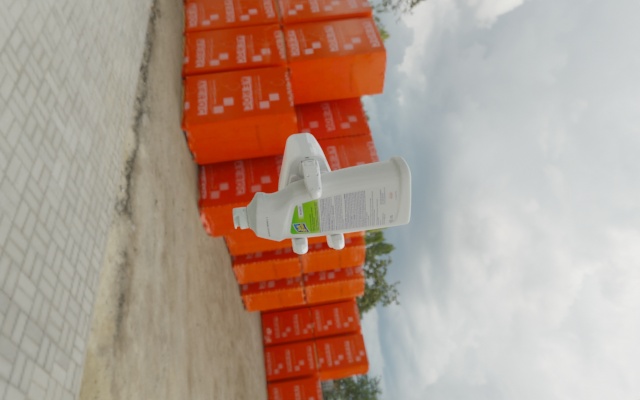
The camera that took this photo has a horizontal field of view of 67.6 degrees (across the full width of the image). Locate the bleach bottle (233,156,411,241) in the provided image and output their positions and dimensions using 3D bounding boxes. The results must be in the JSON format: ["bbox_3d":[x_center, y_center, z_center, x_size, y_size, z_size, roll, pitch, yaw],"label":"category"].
[{"bbox_3d":[0.000,0.002,0.687,0.251,0.103,0.068,-8,29,-5],"label":"bleach bottle"}]
